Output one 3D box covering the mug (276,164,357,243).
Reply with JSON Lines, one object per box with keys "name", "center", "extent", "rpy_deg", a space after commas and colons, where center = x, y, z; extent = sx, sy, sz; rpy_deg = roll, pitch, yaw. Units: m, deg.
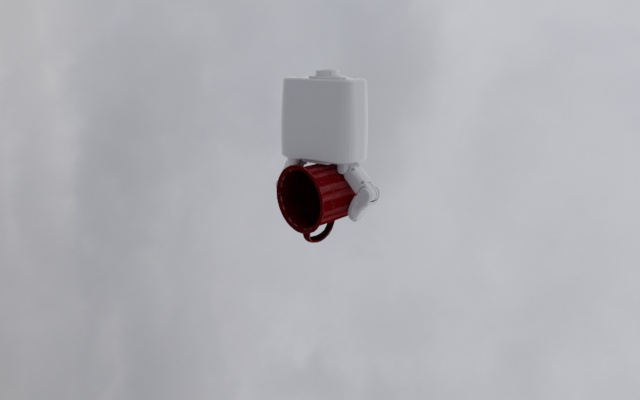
{"name": "mug", "center": [0.000, 0.003, 0.654], "extent": [0.081, 0.117, 0.093], "rpy_deg": [-17, 25, -41]}
